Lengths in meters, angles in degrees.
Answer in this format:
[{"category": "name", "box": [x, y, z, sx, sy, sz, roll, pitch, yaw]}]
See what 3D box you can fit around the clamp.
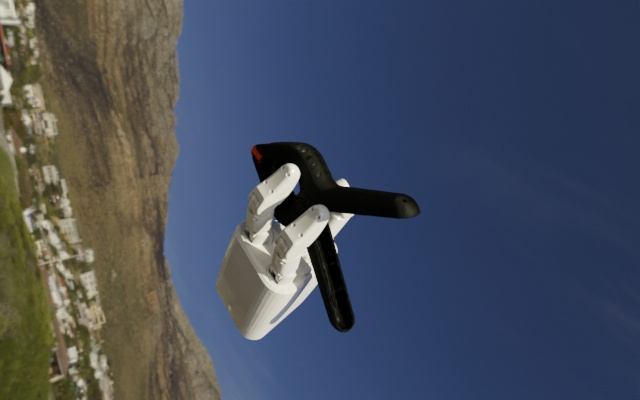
[{"category": "clamp", "box": [0.000, 0.001, 0.465, 0.036, 0.210, 0.165, -11, -36, -40]}]
